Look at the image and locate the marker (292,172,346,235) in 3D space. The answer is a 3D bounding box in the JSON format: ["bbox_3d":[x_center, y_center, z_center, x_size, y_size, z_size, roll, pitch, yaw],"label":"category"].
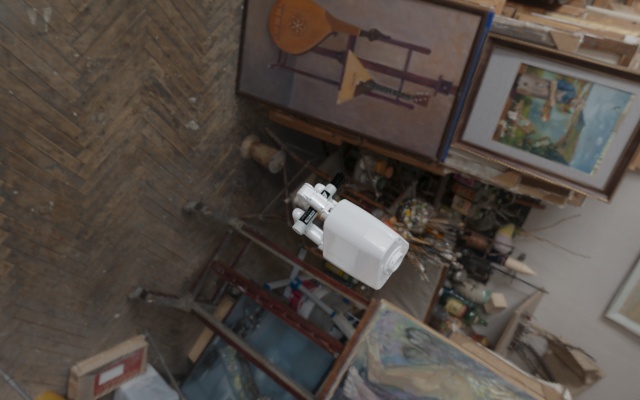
[{"bbox_3d":[0.000,0.002,0.754,0.020,0.121,0.020,36,-16,12],"label":"marker"}]
